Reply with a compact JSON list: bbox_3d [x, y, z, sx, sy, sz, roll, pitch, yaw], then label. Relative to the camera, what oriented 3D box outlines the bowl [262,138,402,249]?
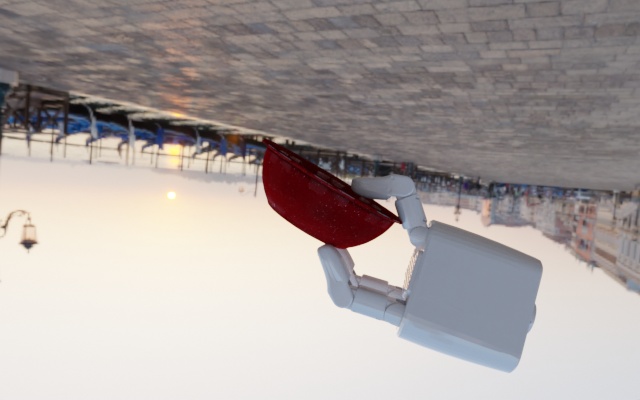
[{"bbox_3d":[-0.001,0.001,0.478,0.162,0.055,0.162,31,6,-4],"label":"bowl"}]
